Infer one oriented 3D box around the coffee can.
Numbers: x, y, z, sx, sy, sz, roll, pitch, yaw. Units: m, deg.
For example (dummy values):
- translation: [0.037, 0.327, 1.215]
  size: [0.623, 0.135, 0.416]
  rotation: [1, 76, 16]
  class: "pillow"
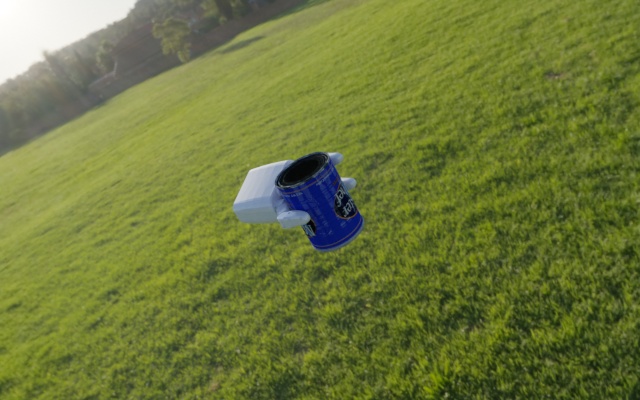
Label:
- translation: [0.000, 0.003, 0.814]
  size: [0.103, 0.140, 0.102]
  rotation: [-24, 27, 13]
  class: "coffee can"
